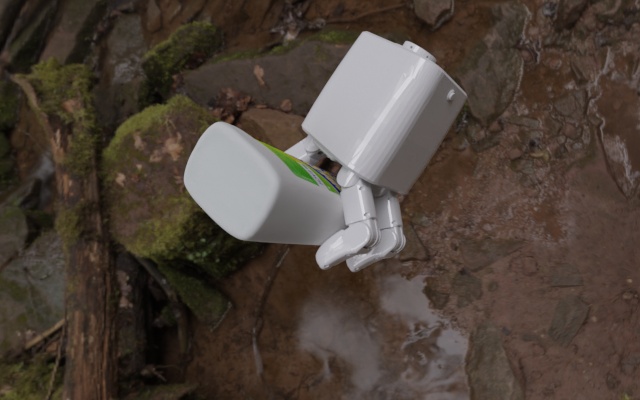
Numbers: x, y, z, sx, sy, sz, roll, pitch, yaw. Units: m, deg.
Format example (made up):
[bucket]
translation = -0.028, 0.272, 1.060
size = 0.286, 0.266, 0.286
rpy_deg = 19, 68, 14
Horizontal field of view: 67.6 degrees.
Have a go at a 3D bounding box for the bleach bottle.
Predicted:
[bleach bottle]
translation = 0.000, 0.002, 0.457
size = 0.102, 0.068, 0.251
rpy_deg = 40, 15, 32
